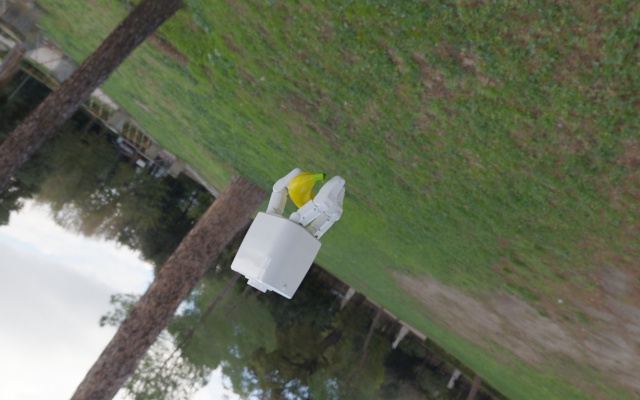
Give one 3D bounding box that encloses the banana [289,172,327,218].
[{"bbox_3d":[-0.018,-0.004,0.827,0.069,0.037,0.198,18,-17,12],"label":"banana"}]
